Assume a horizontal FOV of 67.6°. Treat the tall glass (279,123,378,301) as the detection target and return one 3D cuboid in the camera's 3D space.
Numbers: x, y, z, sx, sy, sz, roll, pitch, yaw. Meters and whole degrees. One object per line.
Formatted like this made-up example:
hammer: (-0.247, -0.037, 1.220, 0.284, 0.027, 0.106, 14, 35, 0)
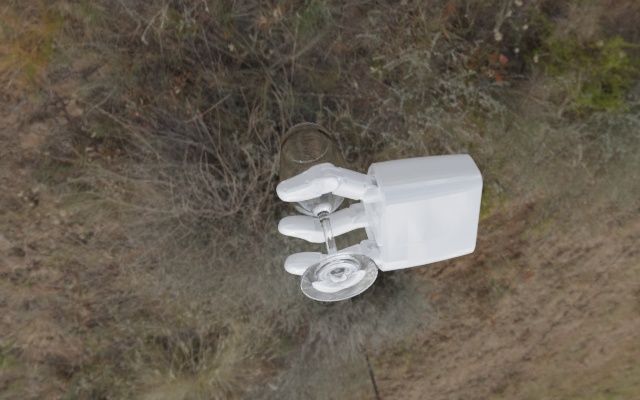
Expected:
tall glass: (0.000, 0.002, 0.509, 0.079, 0.200, 0.079, -8, -43, -7)
